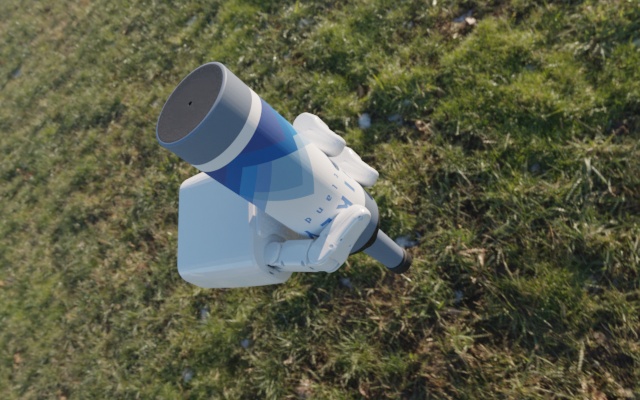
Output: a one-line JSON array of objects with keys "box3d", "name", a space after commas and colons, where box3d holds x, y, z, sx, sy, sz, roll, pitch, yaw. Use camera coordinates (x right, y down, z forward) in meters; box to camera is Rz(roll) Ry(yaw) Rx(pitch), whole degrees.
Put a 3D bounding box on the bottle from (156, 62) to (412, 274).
[{"box3d": [0.000, 0.001, 0.412, 0.069, 0.069, 0.296, 0, -26, 41], "name": "bottle"}]
